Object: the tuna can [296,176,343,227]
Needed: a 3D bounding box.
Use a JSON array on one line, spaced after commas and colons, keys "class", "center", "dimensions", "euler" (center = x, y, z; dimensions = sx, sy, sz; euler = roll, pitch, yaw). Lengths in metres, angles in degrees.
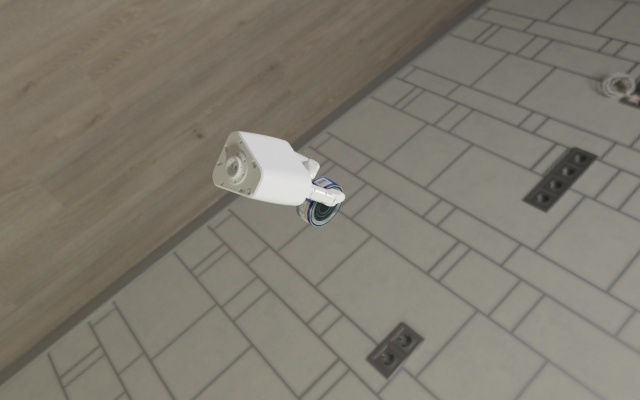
[{"class": "tuna can", "center": [0.001, 0.003, 0.836], "dimensions": [0.033, 0.086, 0.086], "euler": [34, 20, 33]}]
